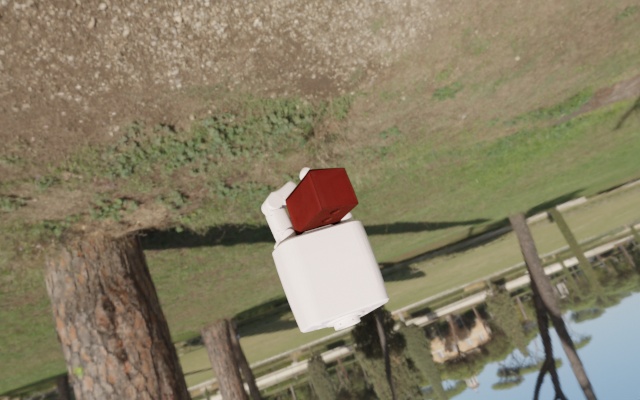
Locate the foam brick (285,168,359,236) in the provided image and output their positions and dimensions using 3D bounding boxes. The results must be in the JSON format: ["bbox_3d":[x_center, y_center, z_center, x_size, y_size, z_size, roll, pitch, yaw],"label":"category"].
[{"bbox_3d":[0.000,0.002,0.579,0.053,0.051,0.078,-7,-24,-31],"label":"foam brick"}]
